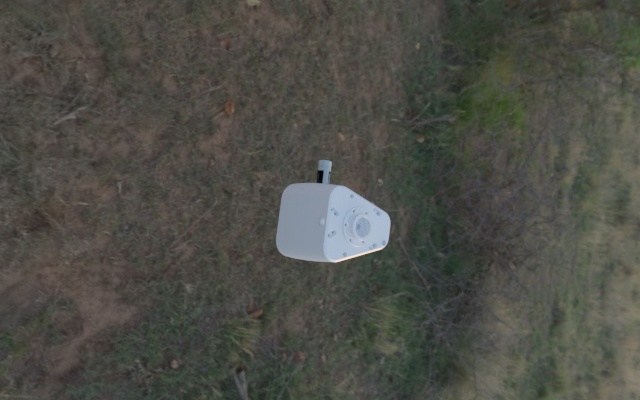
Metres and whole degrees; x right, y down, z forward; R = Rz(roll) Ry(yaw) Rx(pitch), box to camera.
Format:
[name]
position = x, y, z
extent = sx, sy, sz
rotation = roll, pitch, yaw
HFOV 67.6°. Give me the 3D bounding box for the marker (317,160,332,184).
[marker]
position = 0.000, 0.002, 0.691
extent = 0.020, 0.121, 0.020
rotation = 7, -4, 0
